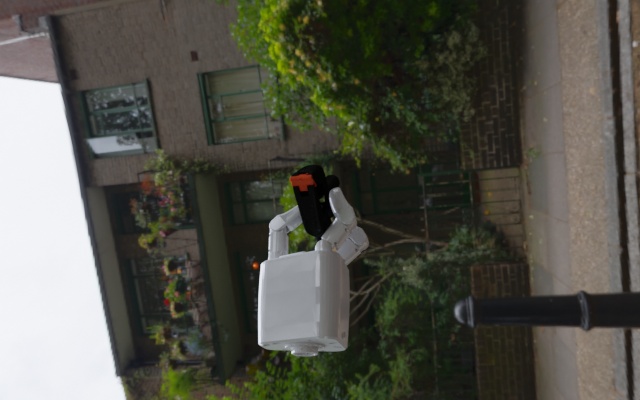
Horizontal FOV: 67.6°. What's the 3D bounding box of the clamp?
[{"bbox_3d":[-0.001,0.002,0.655,0.036,0.164,0.210,-6,-27,11],"label":"clamp"}]
